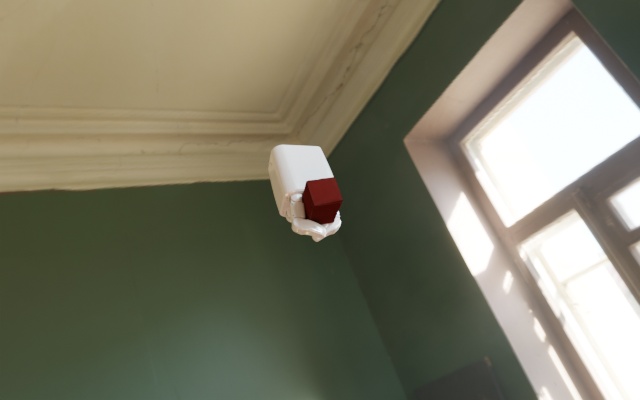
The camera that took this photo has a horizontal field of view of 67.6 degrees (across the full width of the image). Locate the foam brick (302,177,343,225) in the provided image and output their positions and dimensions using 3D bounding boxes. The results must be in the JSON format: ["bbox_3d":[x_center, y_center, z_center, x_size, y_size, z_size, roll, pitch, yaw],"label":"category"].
[{"bbox_3d":[0.000,0.003,0.826,0.053,0.051,0.078,-8,-28,-16],"label":"foam brick"}]
